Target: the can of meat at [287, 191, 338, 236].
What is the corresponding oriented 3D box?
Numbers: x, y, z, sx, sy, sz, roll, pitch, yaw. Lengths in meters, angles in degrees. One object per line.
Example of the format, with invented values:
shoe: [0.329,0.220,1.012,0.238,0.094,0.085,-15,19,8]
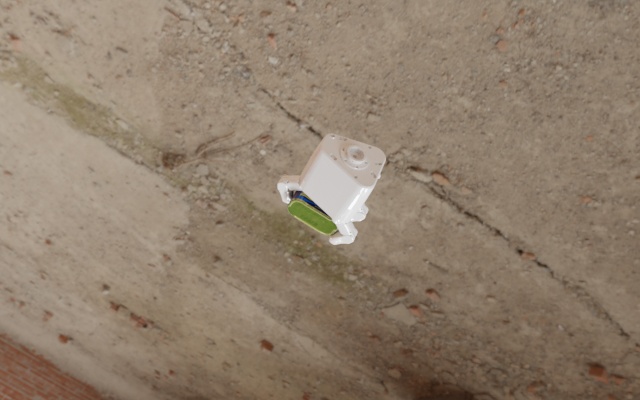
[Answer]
can of meat: [0.000,0.003,0.862,0.102,0.084,0.057,31,-38,-5]
